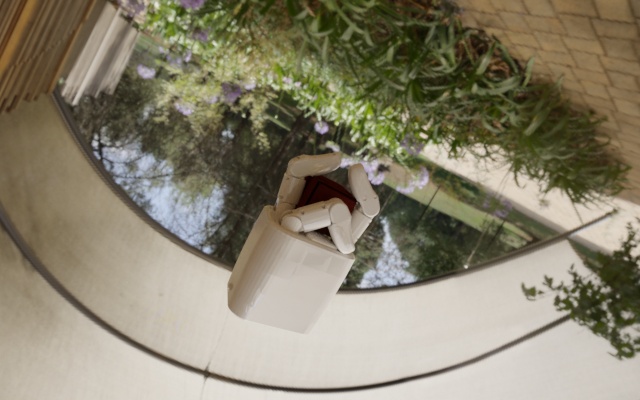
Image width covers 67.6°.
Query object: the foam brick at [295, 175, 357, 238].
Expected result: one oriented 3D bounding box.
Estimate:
[{"bbox_3d":[0.000,0.002,0.550,0.053,0.051,0.078,26,8,-16],"label":"foam brick"}]
